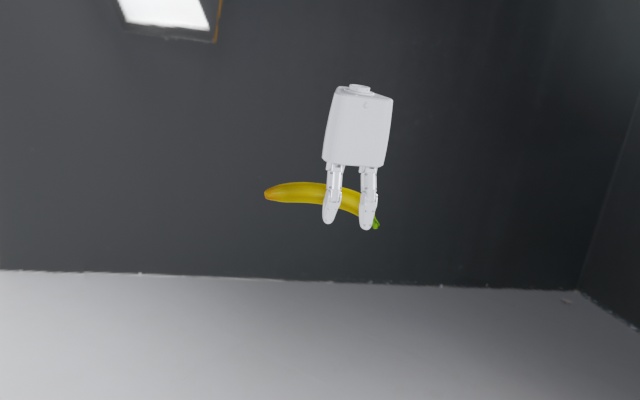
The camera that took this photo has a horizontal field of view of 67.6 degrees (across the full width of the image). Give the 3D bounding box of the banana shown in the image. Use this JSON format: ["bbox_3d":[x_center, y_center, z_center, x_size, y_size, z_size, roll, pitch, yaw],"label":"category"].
[{"bbox_3d":[0.008,-0.003,0.804,0.198,0.037,0.069,13,24,9],"label":"banana"}]
